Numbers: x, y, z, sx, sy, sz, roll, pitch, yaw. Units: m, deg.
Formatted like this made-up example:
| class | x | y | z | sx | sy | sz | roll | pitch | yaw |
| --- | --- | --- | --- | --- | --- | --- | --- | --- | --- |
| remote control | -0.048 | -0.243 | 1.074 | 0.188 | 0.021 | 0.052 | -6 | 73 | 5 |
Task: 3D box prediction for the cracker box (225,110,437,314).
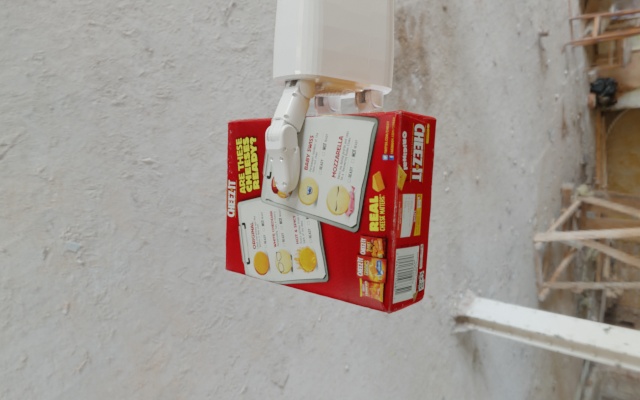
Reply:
| class | x | y | z | sx | sy | sz | roll | pitch | yaw |
| --- | --- | --- | --- | --- | --- | --- | --- | --- | --- |
| cracker box | 0.000 | 0.002 | 0.466 | 0.213 | 0.164 | 0.072 | 5 | 5 | 41 |
